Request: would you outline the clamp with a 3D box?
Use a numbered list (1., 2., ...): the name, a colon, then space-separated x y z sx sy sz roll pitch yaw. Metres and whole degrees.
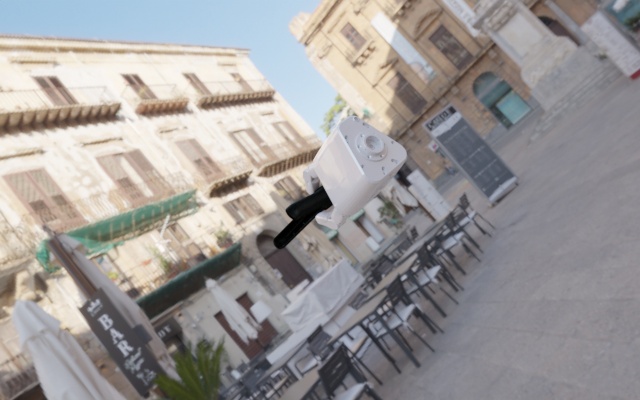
1. clamp: 0.000 0.002 0.841 0.210 0.036 0.165 -37 -9 -31
